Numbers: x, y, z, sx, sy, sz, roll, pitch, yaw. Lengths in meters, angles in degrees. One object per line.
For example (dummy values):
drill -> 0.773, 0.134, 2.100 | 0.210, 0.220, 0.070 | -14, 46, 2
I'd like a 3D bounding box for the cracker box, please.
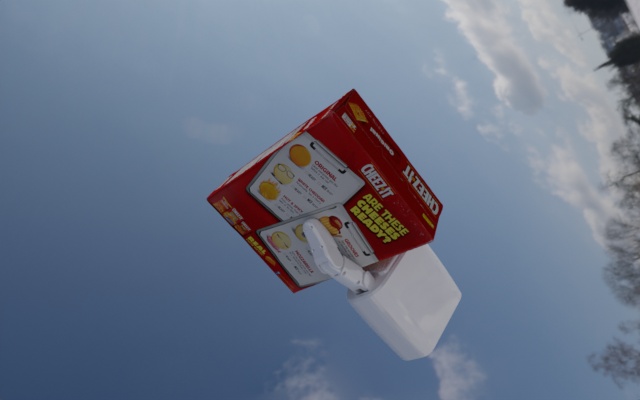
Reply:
cracker box -> 0.000, 0.002, 0.536 | 0.214, 0.164, 0.072 | -29, 19, 38
